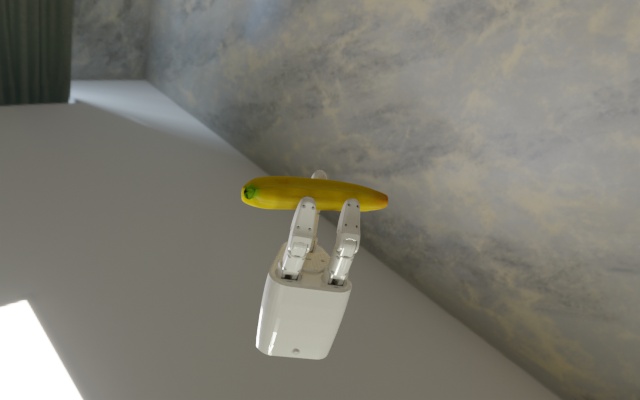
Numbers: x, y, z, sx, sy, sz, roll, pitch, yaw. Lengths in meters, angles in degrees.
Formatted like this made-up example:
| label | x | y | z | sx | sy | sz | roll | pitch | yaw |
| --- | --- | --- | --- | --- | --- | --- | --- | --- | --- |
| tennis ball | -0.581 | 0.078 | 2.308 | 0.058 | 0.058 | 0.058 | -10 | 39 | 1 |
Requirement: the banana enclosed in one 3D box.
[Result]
| label | x | y | z | sx | sy | sz | roll | pitch | yaw |
| --- | --- | --- | --- | --- | --- | --- | --- | --- | --- |
| banana | -0.013 | -0.004 | 0.549 | 0.198 | 0.037 | 0.069 | 1 | 18 | -36 |
